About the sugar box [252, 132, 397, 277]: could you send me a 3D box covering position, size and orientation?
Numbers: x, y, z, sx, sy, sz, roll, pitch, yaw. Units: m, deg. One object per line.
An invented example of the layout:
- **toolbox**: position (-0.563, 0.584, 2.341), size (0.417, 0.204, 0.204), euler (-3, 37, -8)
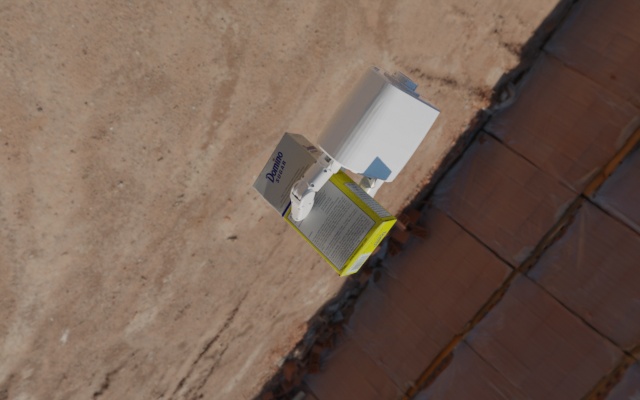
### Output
- **sugar box**: position (0.001, 0.002, 0.605), size (0.176, 0.093, 0.048), euler (45, 24, 24)
